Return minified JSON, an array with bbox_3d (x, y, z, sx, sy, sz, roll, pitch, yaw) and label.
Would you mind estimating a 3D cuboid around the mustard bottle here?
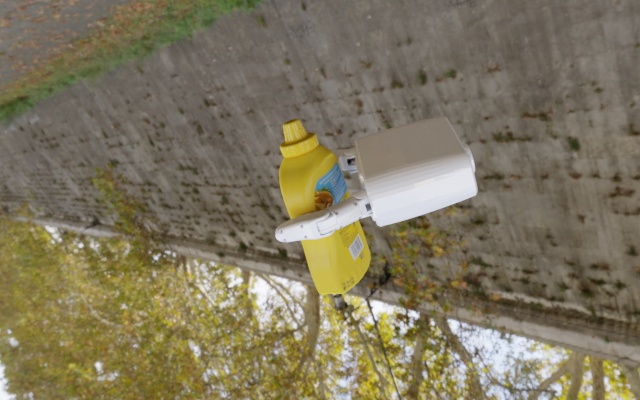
[{"bbox_3d":[0.000,0.002,0.533,0.058,0.192,0.096,-7,23,31],"label":"mustard bottle"}]
